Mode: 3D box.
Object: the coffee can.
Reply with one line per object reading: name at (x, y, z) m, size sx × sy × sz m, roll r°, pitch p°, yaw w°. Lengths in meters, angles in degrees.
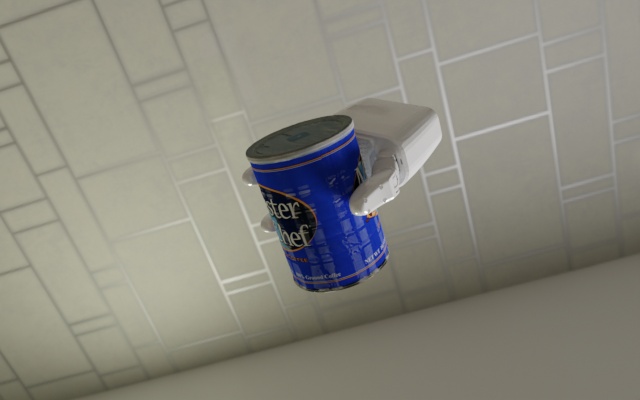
coffee can at (0.000, 0.001, 0.461) m, size 0.103 × 0.140 × 0.102 m, roll -16°, pitch 21°, yaw 6°
